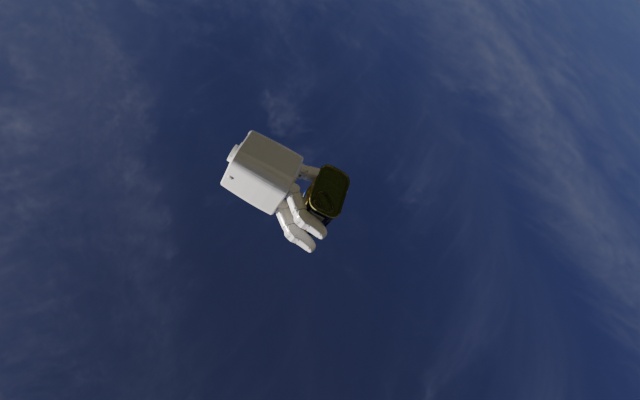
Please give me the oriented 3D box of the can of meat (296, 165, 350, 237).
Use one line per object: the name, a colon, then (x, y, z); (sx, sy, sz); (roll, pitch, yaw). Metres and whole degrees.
can of meat: (0.000, 0.003, 0.827); (0.057, 0.102, 0.084); (27, -38, -10)
